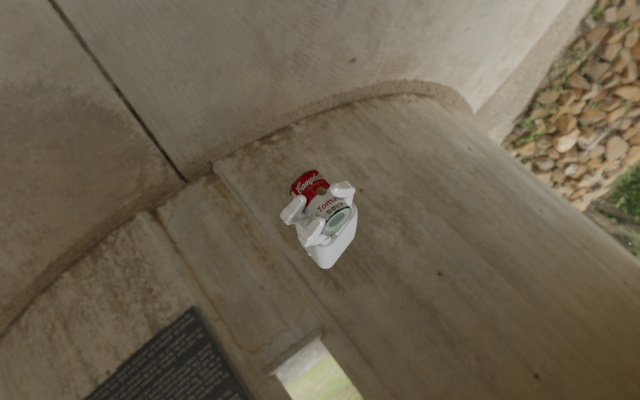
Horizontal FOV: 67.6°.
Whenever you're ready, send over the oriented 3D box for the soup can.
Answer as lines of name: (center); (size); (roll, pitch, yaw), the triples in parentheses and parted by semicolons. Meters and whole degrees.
soup can: (0.000, 0.003, 0.857); (0.102, 0.068, 0.068); (49, 26, 25)
